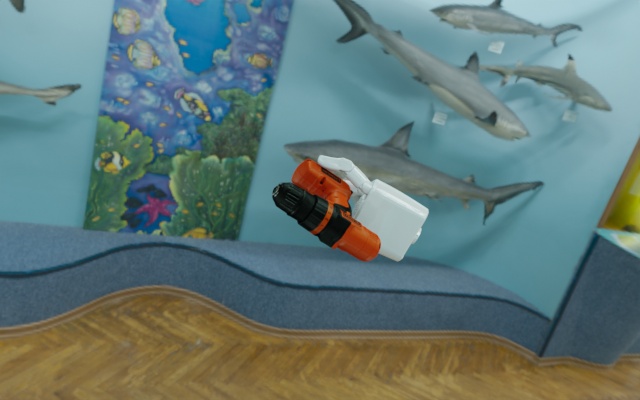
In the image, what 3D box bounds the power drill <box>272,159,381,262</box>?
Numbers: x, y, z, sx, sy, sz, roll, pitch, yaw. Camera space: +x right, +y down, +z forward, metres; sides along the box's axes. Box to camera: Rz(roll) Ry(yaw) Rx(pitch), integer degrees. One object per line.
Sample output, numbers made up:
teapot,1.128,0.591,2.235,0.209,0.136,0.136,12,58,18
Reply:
power drill,0.000,0.002,0.745,0.184,0.057,0.187,35,18,-22
